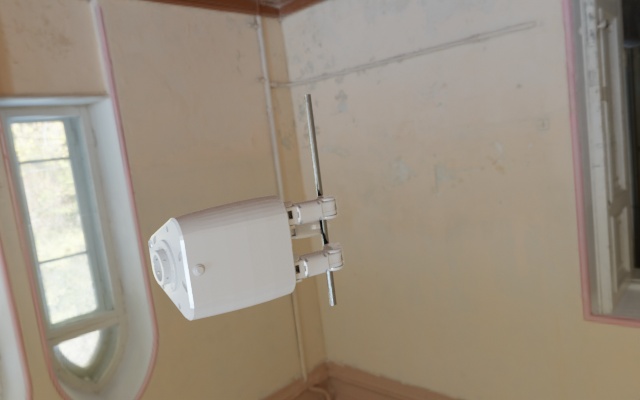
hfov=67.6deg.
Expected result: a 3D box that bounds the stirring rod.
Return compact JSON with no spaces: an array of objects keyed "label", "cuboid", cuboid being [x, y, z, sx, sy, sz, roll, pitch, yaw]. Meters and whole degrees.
[{"label":"stirring rod","cuboid":[0.000,0.002,0.540,0.011,0.239,0.011,-7,6,1]}]
